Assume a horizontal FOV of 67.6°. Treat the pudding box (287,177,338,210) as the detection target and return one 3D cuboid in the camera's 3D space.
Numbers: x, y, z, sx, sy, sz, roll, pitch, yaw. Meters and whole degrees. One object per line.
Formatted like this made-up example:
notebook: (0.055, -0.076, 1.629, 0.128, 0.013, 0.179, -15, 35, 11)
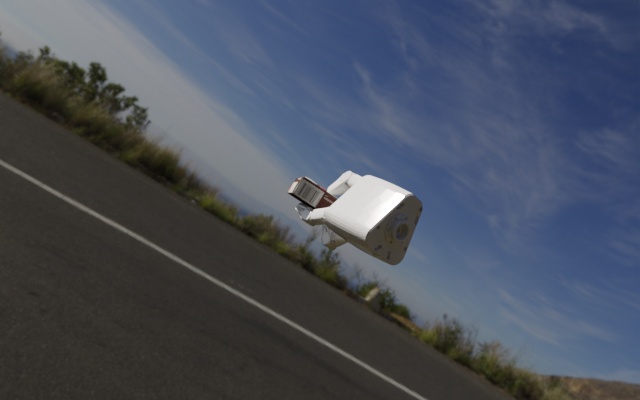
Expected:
pudding box: (0.000, 0.003, 0.841, 0.113, 0.039, 0.090, 35, -5, -8)
